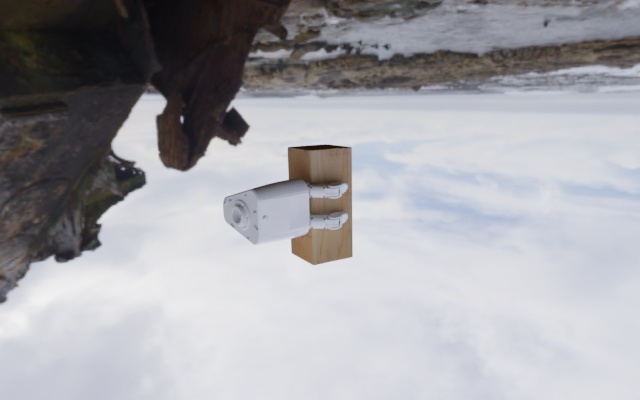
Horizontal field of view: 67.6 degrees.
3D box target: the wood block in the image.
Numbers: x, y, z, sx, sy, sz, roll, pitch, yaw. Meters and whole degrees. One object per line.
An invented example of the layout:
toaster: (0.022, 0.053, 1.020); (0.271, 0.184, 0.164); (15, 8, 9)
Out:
wood block: (0.000, 0.003, 0.889); (0.090, 0.206, 0.091); (-8, 14, -30)
